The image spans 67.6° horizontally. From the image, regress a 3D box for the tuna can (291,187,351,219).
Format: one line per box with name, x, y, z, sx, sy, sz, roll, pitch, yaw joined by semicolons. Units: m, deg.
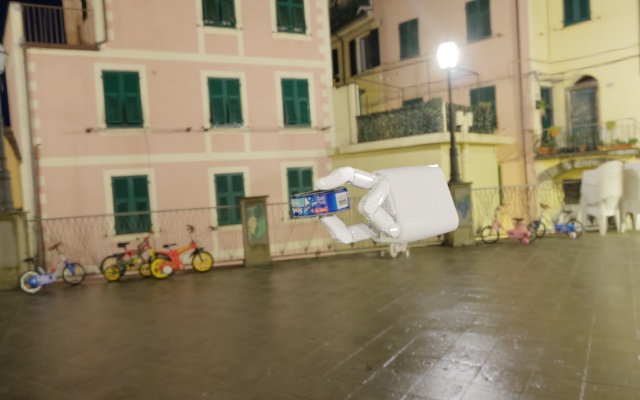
tuna can;0.000;0.002;0.703;0.086;0.034;0.086;-9;4;1
